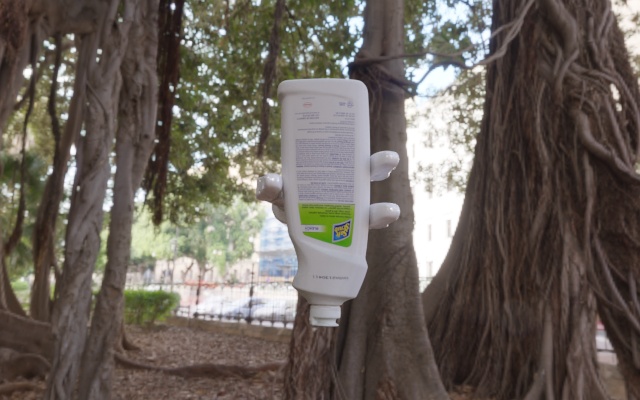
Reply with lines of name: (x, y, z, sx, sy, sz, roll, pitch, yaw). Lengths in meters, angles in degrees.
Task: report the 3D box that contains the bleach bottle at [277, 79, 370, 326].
bleach bottle: (0.000, 0.002, 0.501, 0.102, 0.250, 0.068, 1, -11, 8)
